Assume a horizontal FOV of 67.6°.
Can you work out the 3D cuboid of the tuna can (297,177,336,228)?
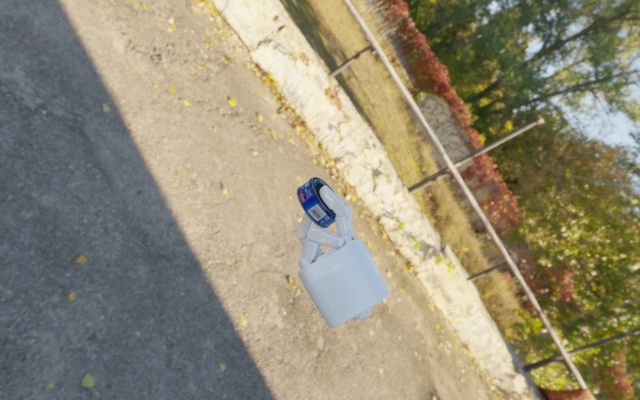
[{"bbox_3d":[0.001,0.002,0.816,0.034,0.086,0.086,-36,-15,21],"label":"tuna can"}]
